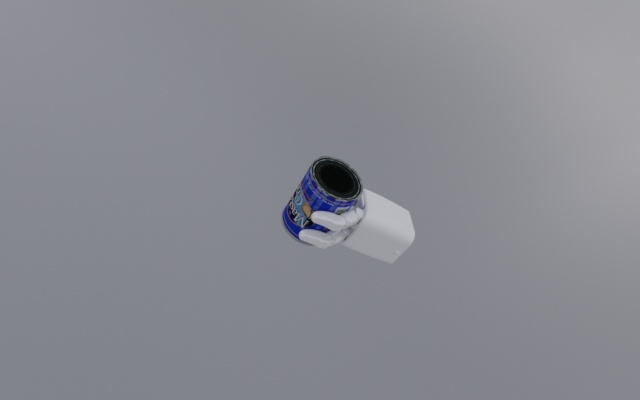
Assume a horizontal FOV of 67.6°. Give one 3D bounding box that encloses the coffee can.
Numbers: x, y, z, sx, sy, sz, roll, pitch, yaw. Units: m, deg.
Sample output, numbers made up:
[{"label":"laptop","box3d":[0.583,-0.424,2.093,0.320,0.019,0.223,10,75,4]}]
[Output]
[{"label":"coffee can","box3d":[0.000,0.003,0.878,0.103,0.102,0.140,0,-37,-32]}]
